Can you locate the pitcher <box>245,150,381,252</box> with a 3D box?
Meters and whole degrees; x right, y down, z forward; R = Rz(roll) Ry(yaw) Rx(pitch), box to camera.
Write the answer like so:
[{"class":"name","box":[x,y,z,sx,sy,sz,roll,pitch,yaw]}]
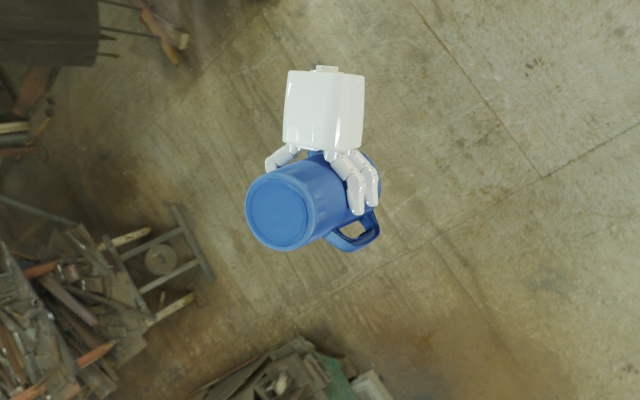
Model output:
[{"class":"pitcher","box":[0.000,0.002,0.722,0.149,0.145,0.243,10,15,23]}]
